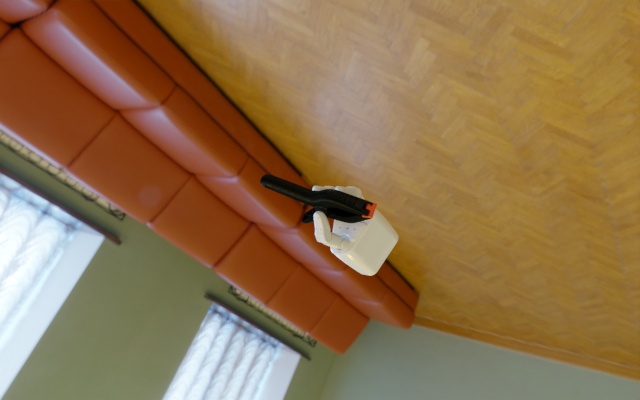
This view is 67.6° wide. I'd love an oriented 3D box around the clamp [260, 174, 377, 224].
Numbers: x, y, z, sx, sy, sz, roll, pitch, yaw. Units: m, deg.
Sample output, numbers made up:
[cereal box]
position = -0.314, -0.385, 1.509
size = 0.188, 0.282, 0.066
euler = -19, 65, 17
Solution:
[clamp]
position = 0.000, 0.004, 0.860
size = 0.210, 0.036, 0.165
euler = 3, -27, 42
